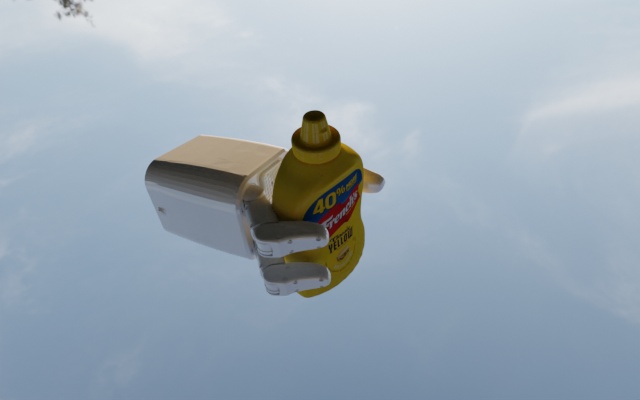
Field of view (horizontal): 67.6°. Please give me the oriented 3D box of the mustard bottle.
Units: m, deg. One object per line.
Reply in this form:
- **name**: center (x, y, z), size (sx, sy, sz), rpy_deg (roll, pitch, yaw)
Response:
- **mustard bottle**: center (0.000, 0.002, 0.440), size (0.096, 0.192, 0.058), rpy_deg (-36, 52, -28)
